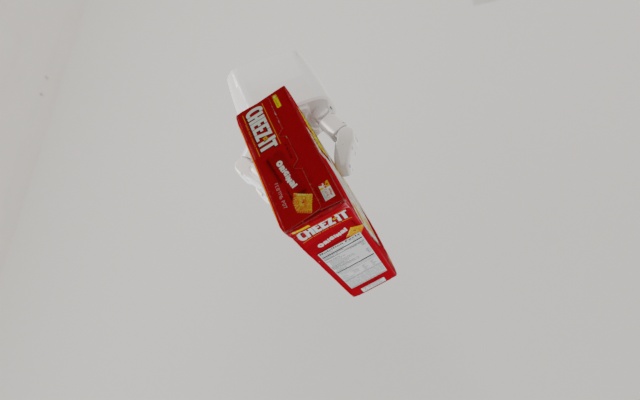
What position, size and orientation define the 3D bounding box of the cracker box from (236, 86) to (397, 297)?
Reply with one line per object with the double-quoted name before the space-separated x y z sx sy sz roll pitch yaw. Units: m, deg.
"cracker box" 0.000 0.002 0.544 0.072 0.164 0.214 -31 -33 5
